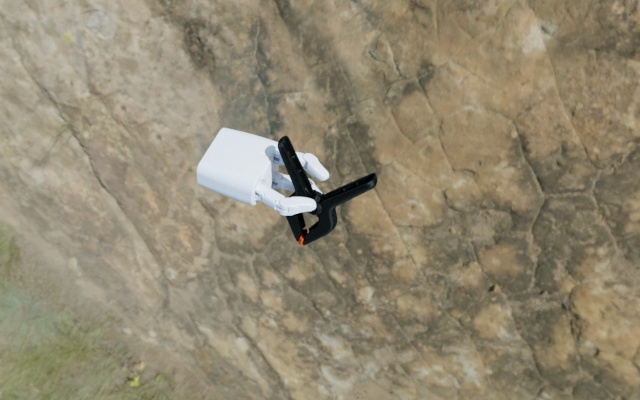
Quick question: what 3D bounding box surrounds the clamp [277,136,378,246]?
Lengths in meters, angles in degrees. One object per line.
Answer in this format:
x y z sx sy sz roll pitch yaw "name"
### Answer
0.000 0.003 0.791 0.164 0.210 0.036 19 43 11 "clamp"
